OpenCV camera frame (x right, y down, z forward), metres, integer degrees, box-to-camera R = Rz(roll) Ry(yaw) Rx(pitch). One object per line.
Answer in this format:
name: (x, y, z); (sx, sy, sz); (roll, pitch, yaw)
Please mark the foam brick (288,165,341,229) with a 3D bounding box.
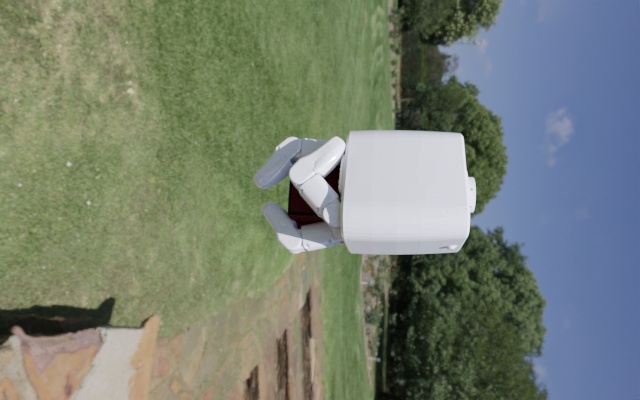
foam brick: (0.000, 0.002, 0.493); (0.051, 0.053, 0.078); (0, -17, 9)
